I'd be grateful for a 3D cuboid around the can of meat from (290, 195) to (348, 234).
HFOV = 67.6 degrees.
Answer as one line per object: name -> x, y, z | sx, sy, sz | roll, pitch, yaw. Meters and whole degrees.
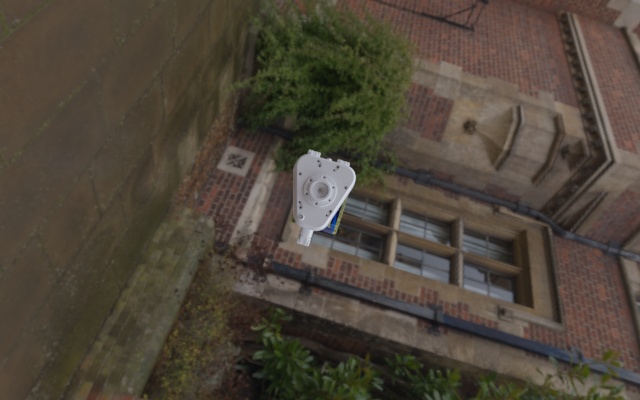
can of meat -> 0.000, 0.003, 0.854 | 0.084, 0.102, 0.057 | 17, -6, -1
